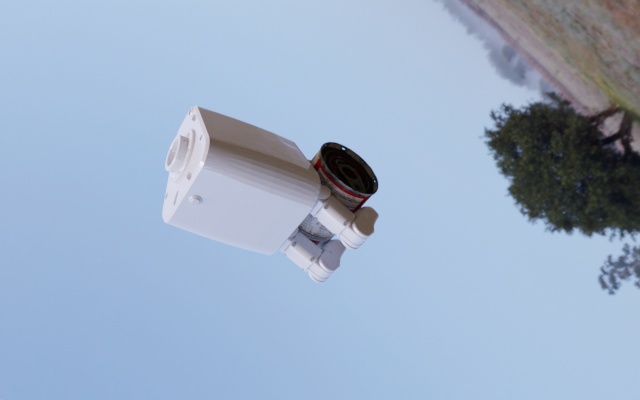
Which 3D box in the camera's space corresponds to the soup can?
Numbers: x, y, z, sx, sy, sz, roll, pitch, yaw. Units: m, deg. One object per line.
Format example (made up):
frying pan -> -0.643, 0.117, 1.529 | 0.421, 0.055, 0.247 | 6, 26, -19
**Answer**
soup can -> 0.000, 0.002, 0.476 | 0.068, 0.068, 0.102 | 0, -40, -47
